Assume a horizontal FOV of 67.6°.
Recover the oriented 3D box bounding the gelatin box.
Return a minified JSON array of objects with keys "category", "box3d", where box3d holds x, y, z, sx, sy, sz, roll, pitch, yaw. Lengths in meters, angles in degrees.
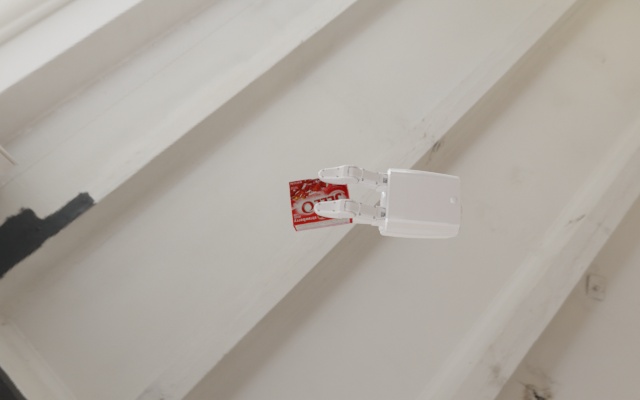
[{"category":"gelatin box","box3d":[0.000,0.003,0.717,0.089,0.073,0.030,-9,-25,3]}]
